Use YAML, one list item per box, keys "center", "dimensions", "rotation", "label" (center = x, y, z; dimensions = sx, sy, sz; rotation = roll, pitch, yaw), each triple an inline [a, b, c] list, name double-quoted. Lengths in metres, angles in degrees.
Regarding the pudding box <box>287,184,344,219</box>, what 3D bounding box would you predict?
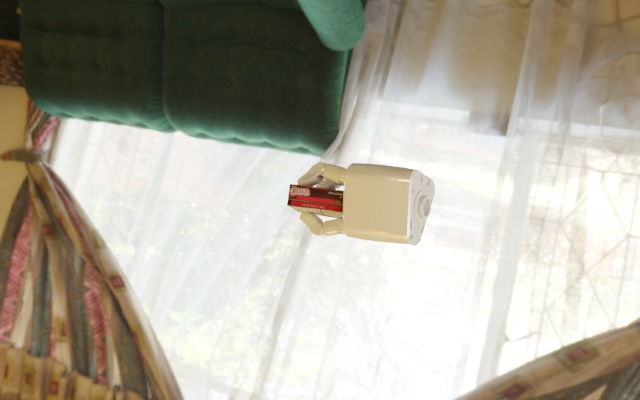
- center: [0.000, 0.003, 0.770]
  dimensions: [0.090, 0.039, 0.113]
  rotation: [8, -8, 7]
  label: "pudding box"
